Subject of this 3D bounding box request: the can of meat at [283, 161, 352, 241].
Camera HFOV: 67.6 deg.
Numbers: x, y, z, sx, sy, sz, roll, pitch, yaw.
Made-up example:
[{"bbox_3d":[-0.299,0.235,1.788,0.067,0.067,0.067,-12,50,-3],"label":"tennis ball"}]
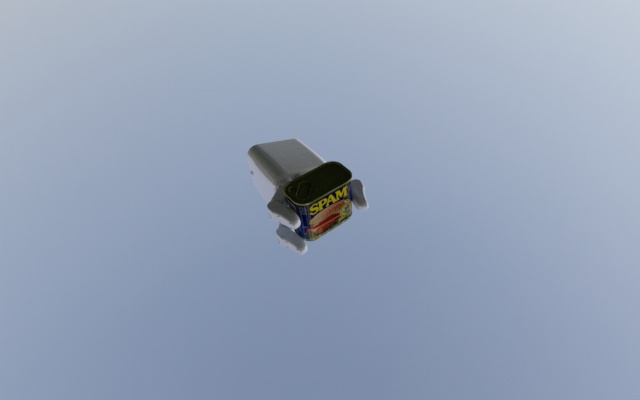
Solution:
[{"bbox_3d":[0.000,0.003,0.724,0.102,0.084,0.057,-30,48,-22],"label":"can of meat"}]
